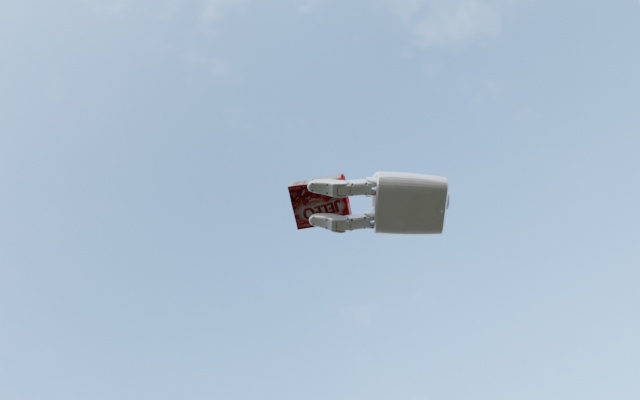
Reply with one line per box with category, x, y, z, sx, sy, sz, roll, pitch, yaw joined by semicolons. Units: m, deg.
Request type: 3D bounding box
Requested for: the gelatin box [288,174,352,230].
gelatin box;0.000;0.002;0.745;0.089;0.073;0.030;-8;18;12
